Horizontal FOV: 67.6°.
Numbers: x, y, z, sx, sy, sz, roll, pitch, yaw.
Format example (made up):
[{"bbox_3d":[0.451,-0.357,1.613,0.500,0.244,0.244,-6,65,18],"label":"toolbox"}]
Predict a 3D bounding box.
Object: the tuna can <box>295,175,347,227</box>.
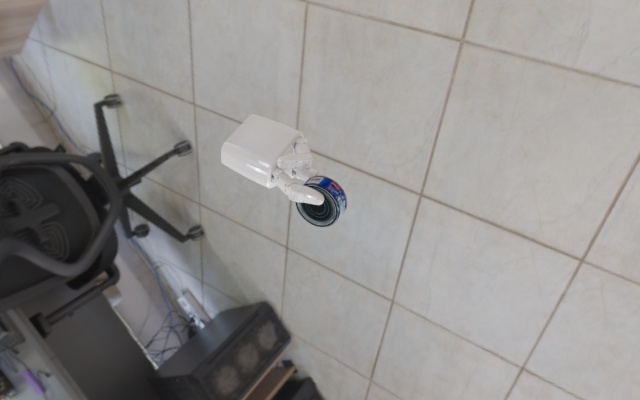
[{"bbox_3d":[0.000,0.003,0.814,0.086,0.086,0.033,0,29,30],"label":"tuna can"}]
